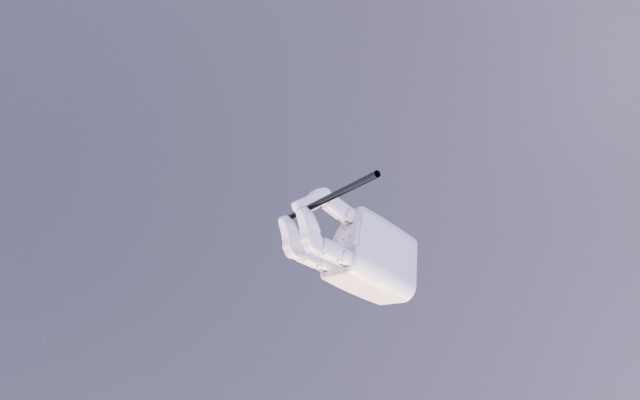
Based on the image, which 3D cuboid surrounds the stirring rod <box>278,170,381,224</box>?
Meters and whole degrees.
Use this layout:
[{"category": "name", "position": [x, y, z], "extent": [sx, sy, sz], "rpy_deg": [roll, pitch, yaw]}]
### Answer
[{"category": "stirring rod", "position": [0.000, 0.002, 0.591], "extent": [0.011, 0.011, 0.239], "rpy_deg": [0, -14, -30]}]
